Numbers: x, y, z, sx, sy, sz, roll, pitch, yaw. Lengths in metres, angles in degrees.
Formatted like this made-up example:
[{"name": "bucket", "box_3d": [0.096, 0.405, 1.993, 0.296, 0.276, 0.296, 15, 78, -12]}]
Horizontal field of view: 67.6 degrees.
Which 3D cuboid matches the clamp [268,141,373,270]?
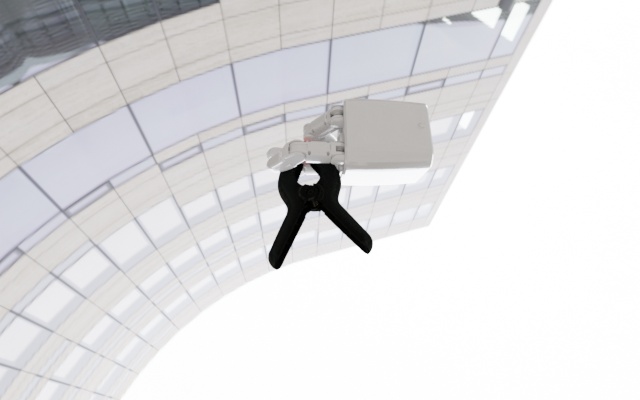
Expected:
[{"name": "clamp", "box_3d": [0.000, 0.002, 0.580, 0.120, 0.171, 0.039, 1, -28, -2]}]
